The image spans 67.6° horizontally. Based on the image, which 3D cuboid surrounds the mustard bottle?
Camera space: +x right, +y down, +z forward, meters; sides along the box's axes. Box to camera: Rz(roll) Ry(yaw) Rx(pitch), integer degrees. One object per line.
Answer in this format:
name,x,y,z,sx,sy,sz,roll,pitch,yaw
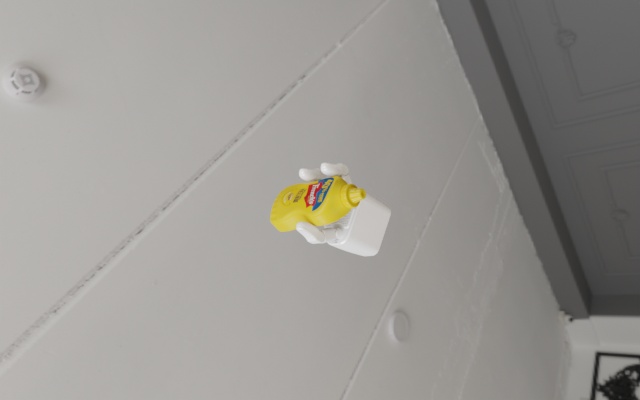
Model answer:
mustard bottle,0.000,0.003,0.848,0.191,0.096,0.058,-10,-50,41
